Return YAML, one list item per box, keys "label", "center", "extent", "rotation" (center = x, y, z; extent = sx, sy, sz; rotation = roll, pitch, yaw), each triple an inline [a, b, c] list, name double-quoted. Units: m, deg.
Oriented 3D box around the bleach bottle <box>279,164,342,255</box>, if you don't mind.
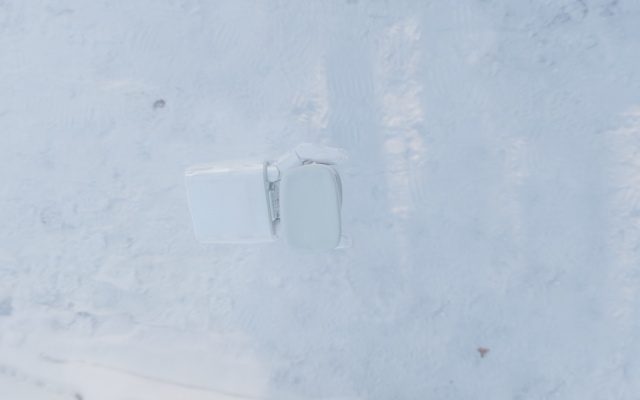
- label: "bleach bottle"
  center: [0.000, 0.002, 0.645]
  extent: [0.068, 0.102, 0.251]
  rotation: [-4, 3, 6]
